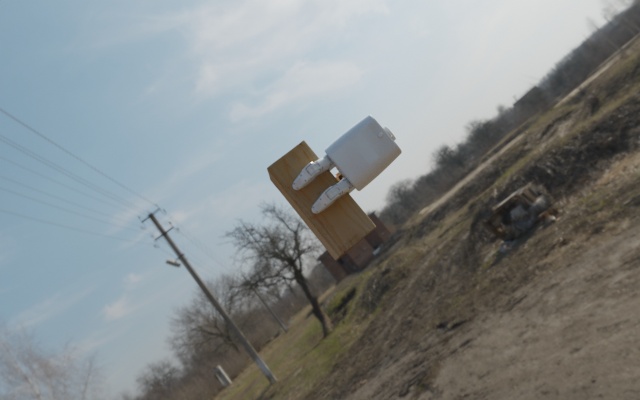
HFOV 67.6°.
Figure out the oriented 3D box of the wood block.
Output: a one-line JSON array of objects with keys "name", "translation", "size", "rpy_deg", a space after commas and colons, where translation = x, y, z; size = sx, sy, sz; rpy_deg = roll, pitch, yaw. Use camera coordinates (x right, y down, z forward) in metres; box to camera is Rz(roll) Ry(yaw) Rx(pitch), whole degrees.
[{"name": "wood block", "translation": [0.000, 0.003, 0.896], "size": [0.090, 0.206, 0.091], "rpy_deg": [-38, -8, -8]}]
